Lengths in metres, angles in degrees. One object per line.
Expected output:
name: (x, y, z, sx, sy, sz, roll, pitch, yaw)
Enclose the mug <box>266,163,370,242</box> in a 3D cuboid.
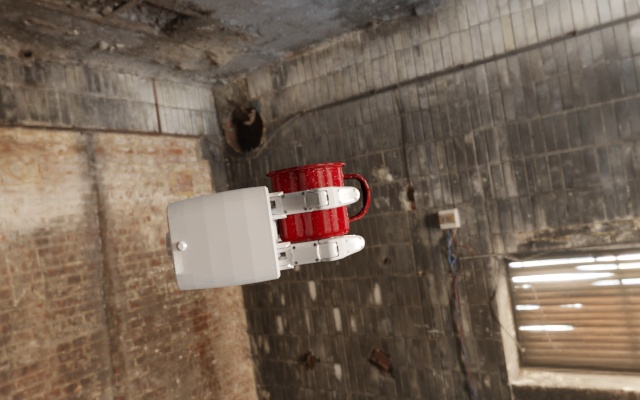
mug: (0.002, 0.002, 0.556, 0.117, 0.081, 0.093, -8, -1, -7)
